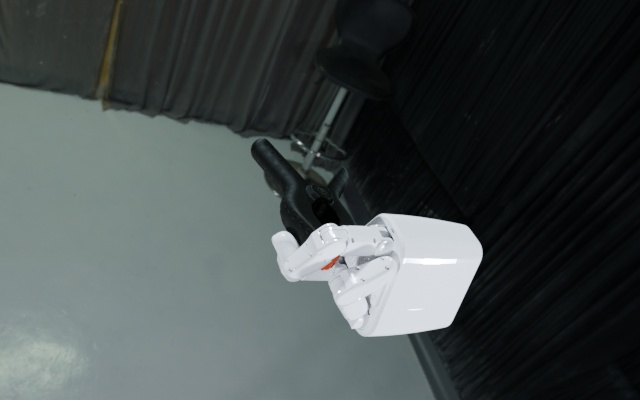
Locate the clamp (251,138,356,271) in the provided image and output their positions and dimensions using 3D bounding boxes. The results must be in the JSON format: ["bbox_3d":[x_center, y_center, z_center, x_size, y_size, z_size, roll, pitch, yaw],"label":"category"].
[{"bbox_3d":[0.000,0.001,0.490,0.120,0.039,0.171,6,40,-30],"label":"clamp"}]
